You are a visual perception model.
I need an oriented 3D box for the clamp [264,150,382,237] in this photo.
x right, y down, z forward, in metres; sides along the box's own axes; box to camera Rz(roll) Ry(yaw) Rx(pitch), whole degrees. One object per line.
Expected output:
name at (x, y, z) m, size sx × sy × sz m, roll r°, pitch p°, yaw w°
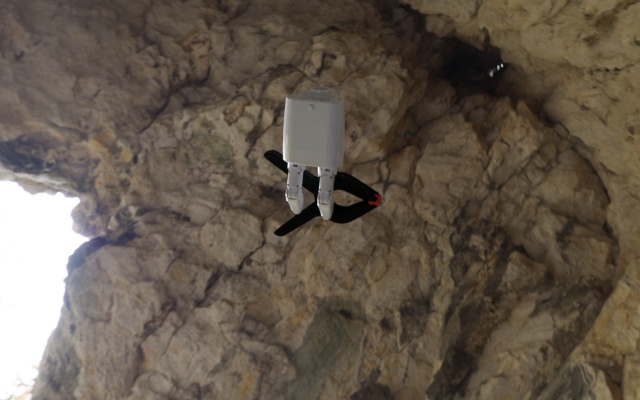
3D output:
clamp at (0.001, 0.002, 0.834) m, size 0.210 × 0.165 × 0.036 m, roll 10°, pitch 27°, yaw 15°
